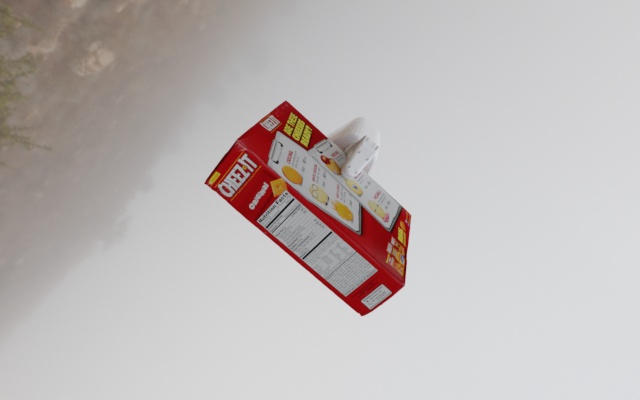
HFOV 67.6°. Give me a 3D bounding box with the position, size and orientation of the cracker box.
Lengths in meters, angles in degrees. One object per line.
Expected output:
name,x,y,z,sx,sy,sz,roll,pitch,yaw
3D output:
cracker box,0.000,0.002,0.529,0.072,0.214,0.164,-46,8,26
